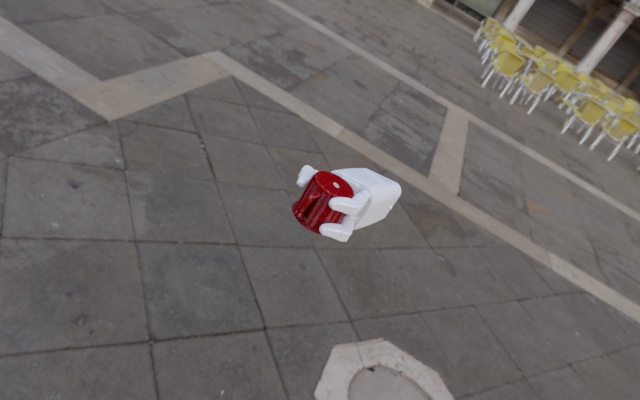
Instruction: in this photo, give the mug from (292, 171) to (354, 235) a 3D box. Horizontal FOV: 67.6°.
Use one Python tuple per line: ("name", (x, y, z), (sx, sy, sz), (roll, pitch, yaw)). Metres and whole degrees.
("mug", (-0.001, 0.003, 0.845), (0.093, 0.081, 0.117), (45, 32, 23))
